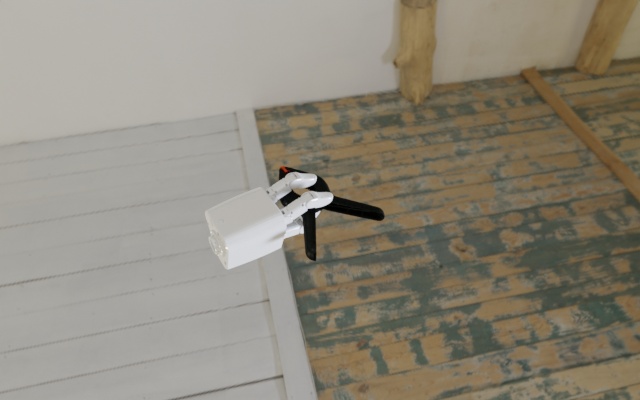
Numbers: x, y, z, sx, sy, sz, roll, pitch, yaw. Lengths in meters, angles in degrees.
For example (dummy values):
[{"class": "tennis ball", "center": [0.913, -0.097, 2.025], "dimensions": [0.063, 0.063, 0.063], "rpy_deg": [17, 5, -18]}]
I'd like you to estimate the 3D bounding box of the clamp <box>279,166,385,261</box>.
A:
[{"class": "clamp", "center": [0.000, 0.003, 0.854], "dimensions": [0.164, 0.036, 0.210], "rpy_deg": [-22, 51, -24]}]
